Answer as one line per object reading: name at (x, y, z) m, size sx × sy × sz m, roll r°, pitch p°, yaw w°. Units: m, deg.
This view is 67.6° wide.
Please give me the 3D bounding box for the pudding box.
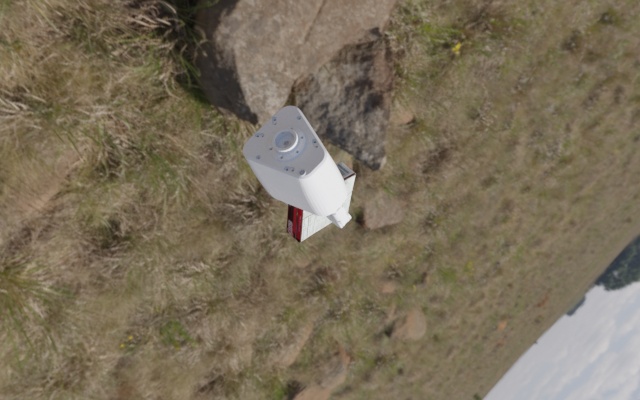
pudding box at (0.000, 0.002, 0.740) m, size 0.113 × 0.090 × 0.039 m, roll -29°, pitch 55°, yaw -32°
